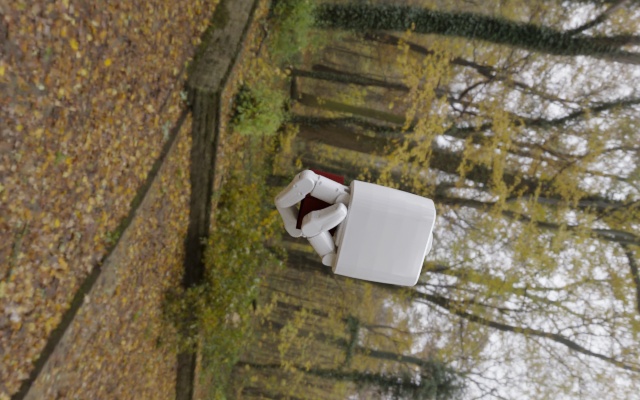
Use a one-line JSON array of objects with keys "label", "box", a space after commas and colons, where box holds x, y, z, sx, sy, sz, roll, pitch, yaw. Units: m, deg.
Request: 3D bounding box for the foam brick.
[{"label": "foam brick", "box": [0.000, 0.002, 0.631, 0.051, 0.053, 0.078, 12, 31, -2]}]
